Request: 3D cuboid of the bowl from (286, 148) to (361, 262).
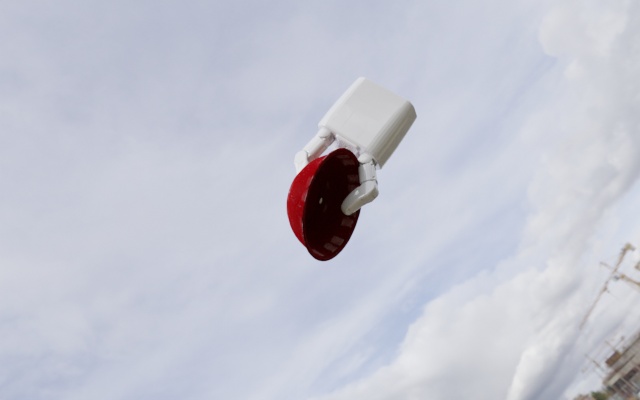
[{"bbox_3d":[-0.001,0.003,0.679,0.055,0.162,0.162,13,6,30],"label":"bowl"}]
